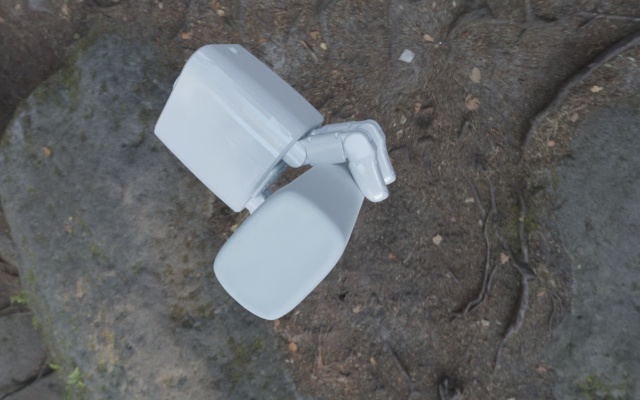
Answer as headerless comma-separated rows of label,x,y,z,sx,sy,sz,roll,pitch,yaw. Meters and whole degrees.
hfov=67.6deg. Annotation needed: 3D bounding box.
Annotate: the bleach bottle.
bleach bottle,0.000,0.001,0.438,0.102,0.068,0.250,-46,2,22
